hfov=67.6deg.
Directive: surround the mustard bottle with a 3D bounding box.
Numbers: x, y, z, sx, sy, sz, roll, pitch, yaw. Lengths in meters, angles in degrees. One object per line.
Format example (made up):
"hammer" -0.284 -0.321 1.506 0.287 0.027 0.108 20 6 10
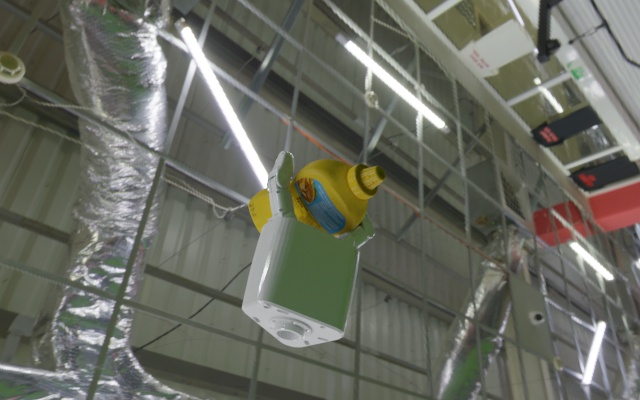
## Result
"mustard bottle" 0.000 0.002 0.591 0.192 0.096 0.058 -26 13 39
